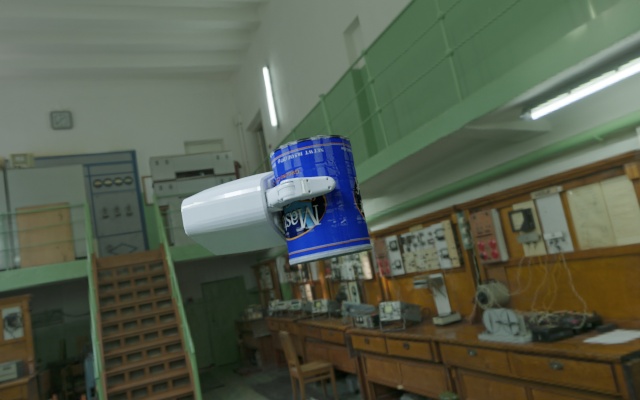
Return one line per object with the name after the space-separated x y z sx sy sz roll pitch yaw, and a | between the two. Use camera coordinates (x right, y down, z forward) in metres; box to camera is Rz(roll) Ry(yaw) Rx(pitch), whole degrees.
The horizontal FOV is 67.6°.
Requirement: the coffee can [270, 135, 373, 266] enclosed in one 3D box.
0.000 0.002 0.591 0.103 0.140 0.103 -11 -8 -2 | coffee can
